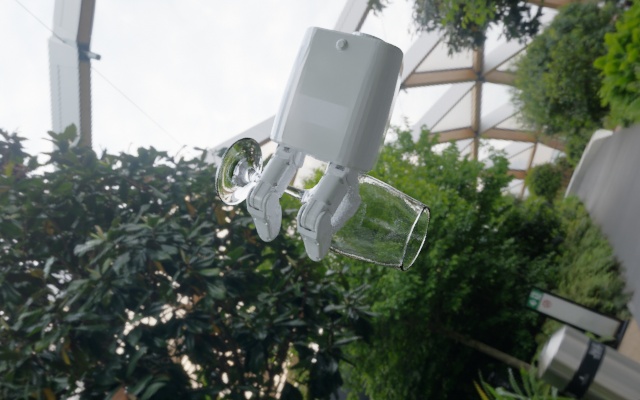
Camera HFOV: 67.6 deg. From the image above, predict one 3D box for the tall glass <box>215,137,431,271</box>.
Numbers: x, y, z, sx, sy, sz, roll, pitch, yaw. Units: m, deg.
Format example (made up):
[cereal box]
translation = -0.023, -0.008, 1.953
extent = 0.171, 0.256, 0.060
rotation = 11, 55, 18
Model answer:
[tall glass]
translation = -0.001, 0.001, 0.459
extent = 0.201, 0.079, 0.079
rotation = 21, 9, 24
